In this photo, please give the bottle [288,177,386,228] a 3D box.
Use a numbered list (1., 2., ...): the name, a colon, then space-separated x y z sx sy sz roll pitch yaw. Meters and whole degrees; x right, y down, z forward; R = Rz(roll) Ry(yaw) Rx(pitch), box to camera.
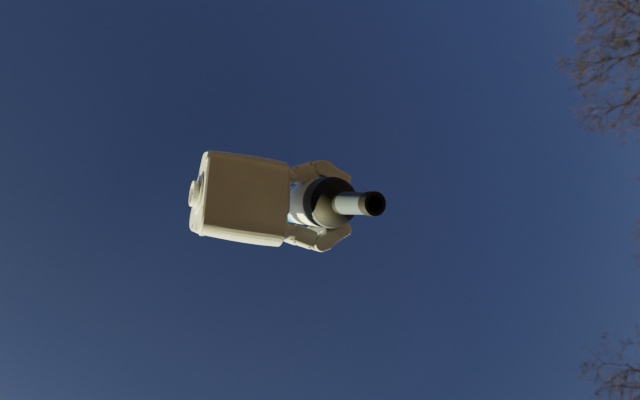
1. bottle: 0.000 0.002 0.648 0.069 0.069 0.295 0 1 -24
